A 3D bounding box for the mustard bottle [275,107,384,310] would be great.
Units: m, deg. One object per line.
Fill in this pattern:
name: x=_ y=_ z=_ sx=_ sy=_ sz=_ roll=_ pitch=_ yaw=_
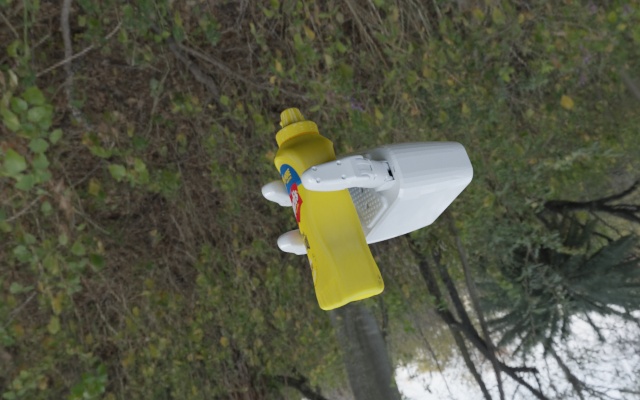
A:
mustard bottle: x=0.000 y=0.002 z=0.445 sx=0.058 sy=0.191 sz=0.096 roll=-16 pitch=-13 yaw=-9
